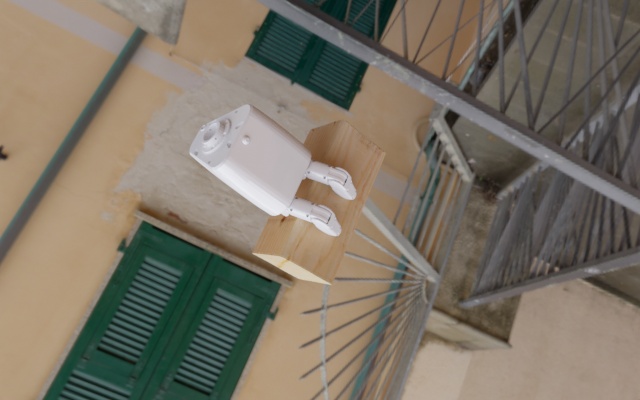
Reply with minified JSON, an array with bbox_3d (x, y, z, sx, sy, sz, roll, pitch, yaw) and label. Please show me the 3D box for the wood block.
[{"bbox_3d":[0.000,0.002,0.673,0.090,0.206,0.091,33,-19,-27],"label":"wood block"}]
